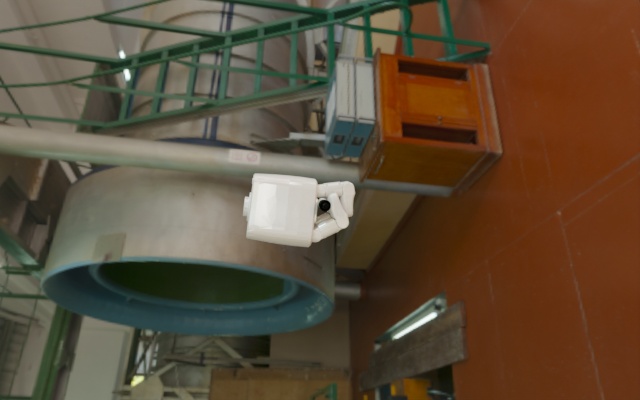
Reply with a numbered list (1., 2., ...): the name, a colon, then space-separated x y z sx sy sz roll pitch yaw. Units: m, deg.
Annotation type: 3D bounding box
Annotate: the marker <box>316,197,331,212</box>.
1. marker: 0.000 0.003 0.806 0.020 0.020 0.121 0 6 -8
